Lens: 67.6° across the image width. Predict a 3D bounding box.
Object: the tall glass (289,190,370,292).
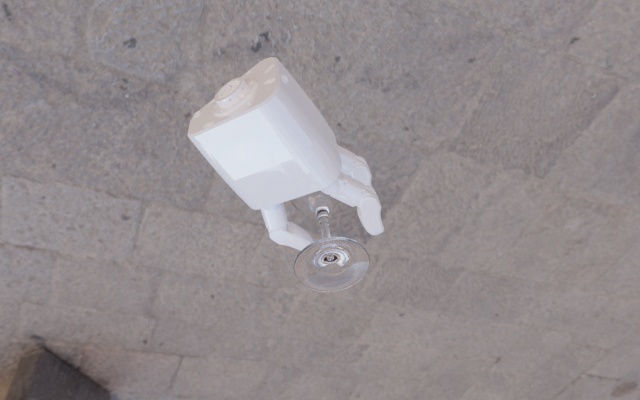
[{"bbox_3d":[0.000,0.002,0.538,0.079,0.079,0.200,0,38,-8],"label":"tall glass"}]
